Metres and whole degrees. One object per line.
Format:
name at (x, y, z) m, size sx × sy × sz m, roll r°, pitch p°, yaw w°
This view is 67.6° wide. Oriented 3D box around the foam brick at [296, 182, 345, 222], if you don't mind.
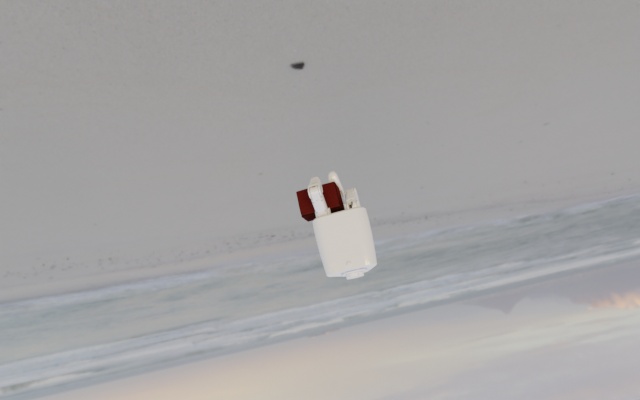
foam brick at (0.000, 0.003, 0.899) m, size 0.078 × 0.051 × 0.053 m, roll -15°, pitch -14°, yaw 9°
